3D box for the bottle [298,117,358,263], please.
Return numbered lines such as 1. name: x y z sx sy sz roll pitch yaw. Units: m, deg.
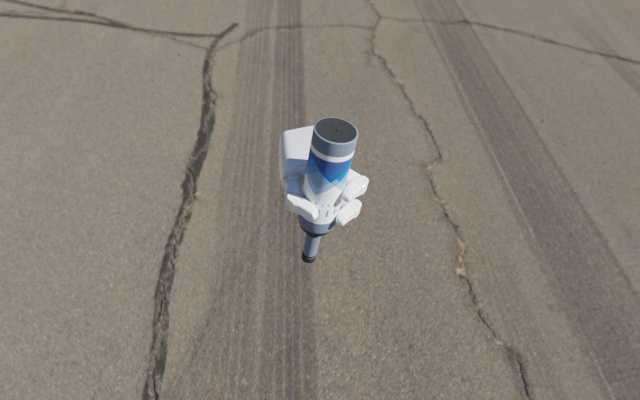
1. bottle: 0.000 0.002 0.795 0.069 0.296 0.069 6 43 -6
